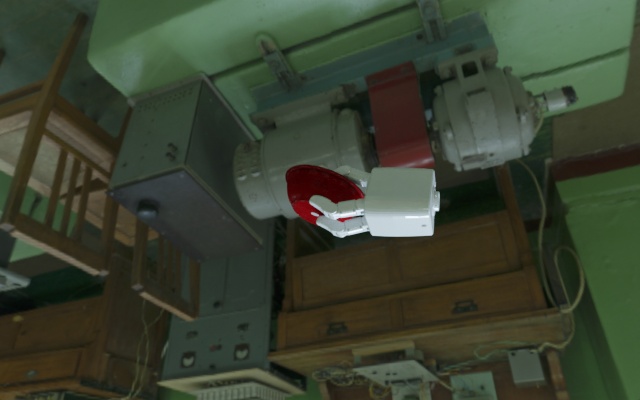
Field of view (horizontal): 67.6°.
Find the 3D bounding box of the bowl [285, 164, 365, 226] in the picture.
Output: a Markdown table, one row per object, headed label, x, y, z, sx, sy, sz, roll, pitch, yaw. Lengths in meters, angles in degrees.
| label | x | y | z | sx | sy | sz | roll | pitch | yaw |
| --- | --- | --- | --- | --- | --- | --- | --- | --- | --- |
| bowl | -0.001 | 0.003 | 0.881 | 0.162 | 0.055 | 0.162 | 19 | -26 | 9 |
